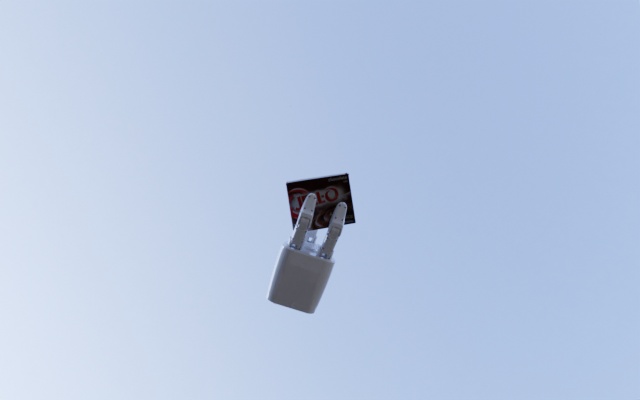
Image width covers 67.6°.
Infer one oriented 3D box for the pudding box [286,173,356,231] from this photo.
[{"bbox_3d":[0.000,0.003,0.844,0.113,0.090,0.039,-10,9,-3],"label":"pudding box"}]
